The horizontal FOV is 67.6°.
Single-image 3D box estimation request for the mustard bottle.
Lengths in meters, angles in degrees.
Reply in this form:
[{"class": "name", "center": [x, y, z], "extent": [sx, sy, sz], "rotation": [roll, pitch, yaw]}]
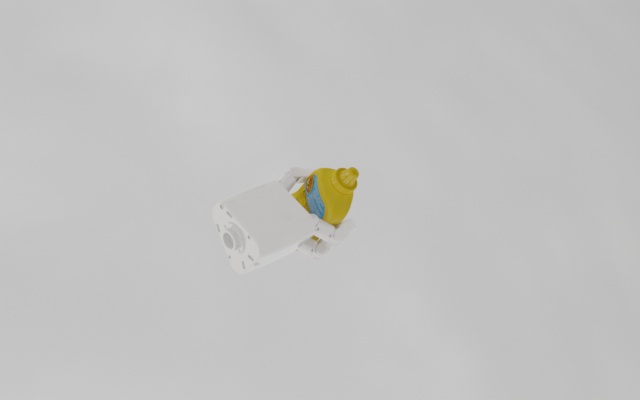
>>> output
[{"class": "mustard bottle", "center": [0.000, 0.003, 0.769], "extent": [0.058, 0.096, 0.192], "rotation": [5, -30, -33]}]
